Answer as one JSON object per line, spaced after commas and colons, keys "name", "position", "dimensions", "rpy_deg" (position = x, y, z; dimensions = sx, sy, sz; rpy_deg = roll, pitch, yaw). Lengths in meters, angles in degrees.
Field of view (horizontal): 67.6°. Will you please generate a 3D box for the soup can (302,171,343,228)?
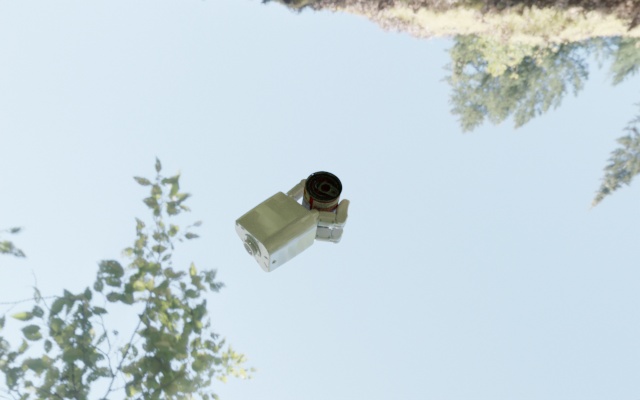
{"name": "soup can", "position": [0.000, 0.003, 0.887], "dimensions": [0.068, 0.068, 0.102], "rpy_deg": [0, -35, -8]}
